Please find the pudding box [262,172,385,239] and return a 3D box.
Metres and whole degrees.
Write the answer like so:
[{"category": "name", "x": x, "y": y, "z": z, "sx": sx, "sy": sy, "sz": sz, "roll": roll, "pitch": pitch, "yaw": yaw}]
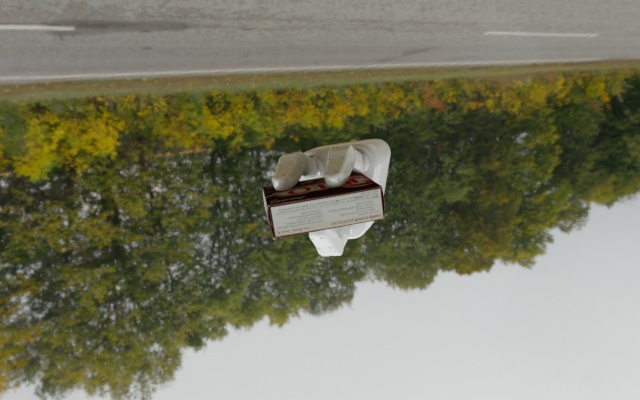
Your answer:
[{"category": "pudding box", "x": 0.000, "y": 0.002, "z": 0.486, "sx": 0.113, "sy": 0.039, "sz": 0.090, "roll": -12, "pitch": 13, "yaw": -7}]
